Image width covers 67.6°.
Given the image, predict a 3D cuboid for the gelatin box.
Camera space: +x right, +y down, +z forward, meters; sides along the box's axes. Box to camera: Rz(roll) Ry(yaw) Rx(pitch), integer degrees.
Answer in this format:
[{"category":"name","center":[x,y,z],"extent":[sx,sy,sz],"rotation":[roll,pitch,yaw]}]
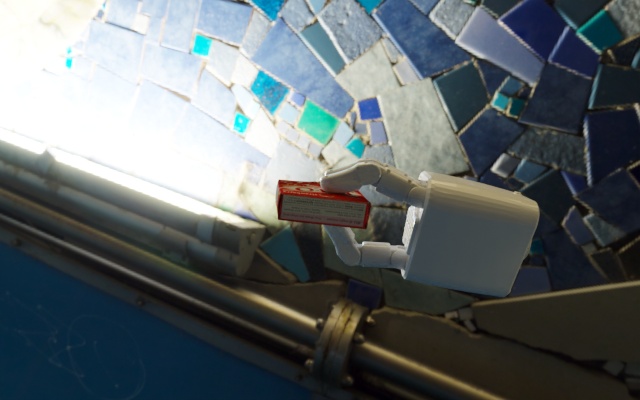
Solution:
[{"category":"gelatin box","center":[0.000,0.002,0.483],"extent":[0.089,0.030,0.073],"rotation":[6,12,-8]}]
